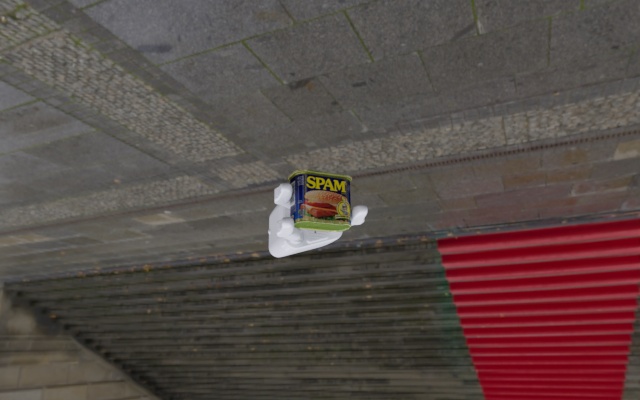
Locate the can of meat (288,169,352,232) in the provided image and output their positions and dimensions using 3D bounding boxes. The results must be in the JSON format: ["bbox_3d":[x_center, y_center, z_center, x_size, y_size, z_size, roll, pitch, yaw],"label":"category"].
[{"bbox_3d":[0.000,0.003,0.766,0.102,0.084,0.057,7,-18,-24],"label":"can of meat"}]
